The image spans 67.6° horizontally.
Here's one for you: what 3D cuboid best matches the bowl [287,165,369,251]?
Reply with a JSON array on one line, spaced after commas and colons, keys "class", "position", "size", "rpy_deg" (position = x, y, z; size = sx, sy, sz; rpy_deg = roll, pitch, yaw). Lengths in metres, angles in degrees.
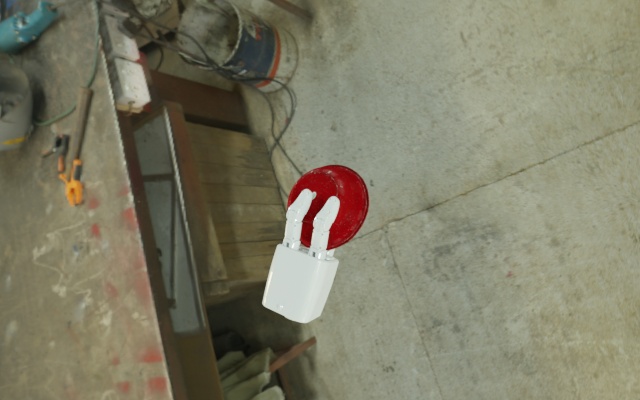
[{"class": "bowl", "position": [0.000, 0.001, 0.827], "size": [0.162, 0.162, 0.055], "rpy_deg": [0, -19, 29]}]
